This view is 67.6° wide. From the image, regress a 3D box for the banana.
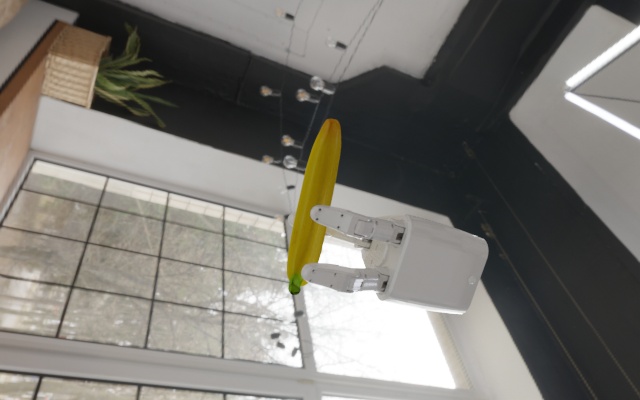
[{"bbox_3d":[-0.005,0.010,0.526,0.037,0.197,0.070,14,-18,-12],"label":"banana"}]
